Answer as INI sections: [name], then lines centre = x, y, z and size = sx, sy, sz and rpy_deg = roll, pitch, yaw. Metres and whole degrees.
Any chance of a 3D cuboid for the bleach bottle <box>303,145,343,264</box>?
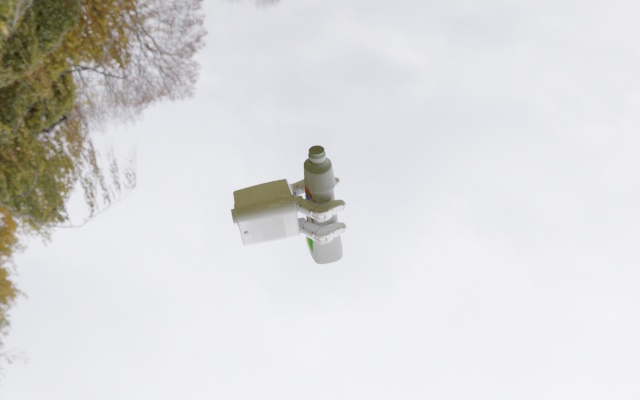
[bleach bottle]
centre = 0.000, 0.003, 0.899
size = 0.068, 0.251, 0.102
rpy_deg = -12, 41, -7
